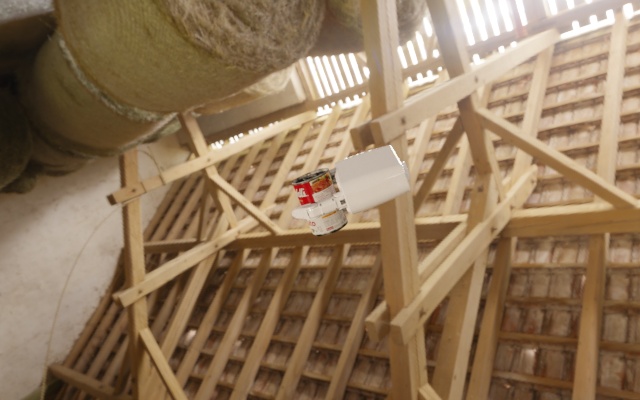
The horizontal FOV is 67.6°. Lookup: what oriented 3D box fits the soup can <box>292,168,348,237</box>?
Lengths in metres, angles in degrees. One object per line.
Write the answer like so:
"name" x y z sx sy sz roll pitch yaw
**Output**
"soup can" 0.000 0.003 0.830 0.068 0.102 0.068 -20 14 5
